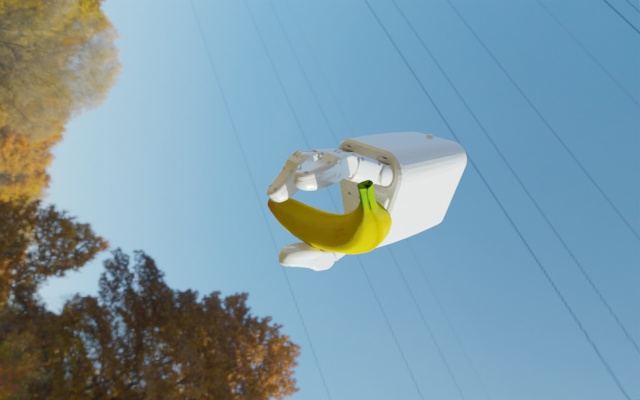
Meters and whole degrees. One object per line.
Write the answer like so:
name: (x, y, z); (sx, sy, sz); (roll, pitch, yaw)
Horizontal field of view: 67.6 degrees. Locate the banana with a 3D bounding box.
banana: (0.009, 0.018, 0.447); (0.037, 0.069, 0.198); (-28, 9, -28)
